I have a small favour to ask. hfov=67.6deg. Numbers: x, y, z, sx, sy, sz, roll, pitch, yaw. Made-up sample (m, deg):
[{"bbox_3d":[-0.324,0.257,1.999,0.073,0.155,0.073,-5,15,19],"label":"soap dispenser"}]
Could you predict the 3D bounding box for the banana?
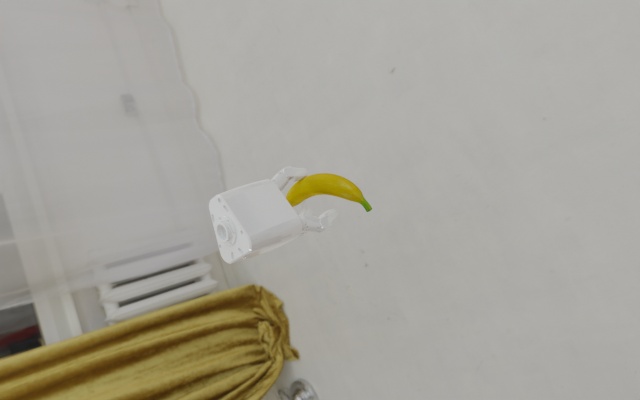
[{"bbox_3d":[0.000,-0.015,0.847,0.198,0.070,0.037,4,19,43],"label":"banana"}]
